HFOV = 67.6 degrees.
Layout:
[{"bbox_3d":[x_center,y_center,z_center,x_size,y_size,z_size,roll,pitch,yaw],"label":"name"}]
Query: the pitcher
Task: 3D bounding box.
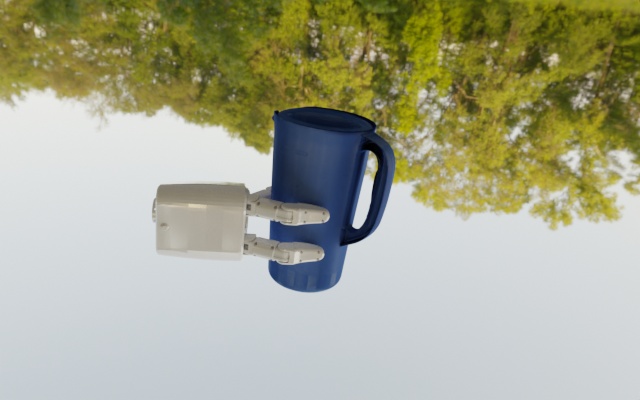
[{"bbox_3d":[0.000,0.002,0.647,0.145,0.243,0.149,3,22,-13],"label":"pitcher"}]
